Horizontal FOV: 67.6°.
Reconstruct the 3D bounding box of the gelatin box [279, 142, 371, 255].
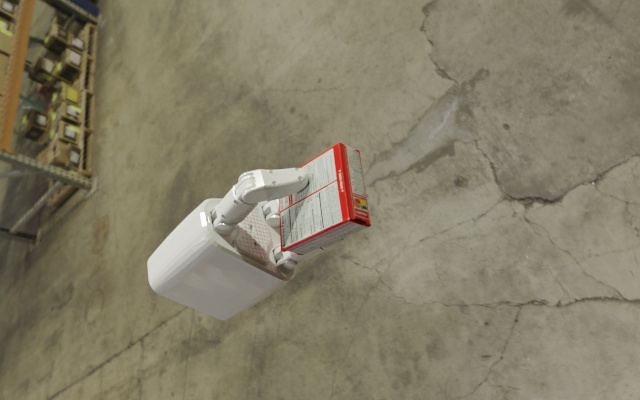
[{"bbox_3d":[0.000,0.001,0.426,0.030,0.073,0.089,17,-33,-40],"label":"gelatin box"}]
